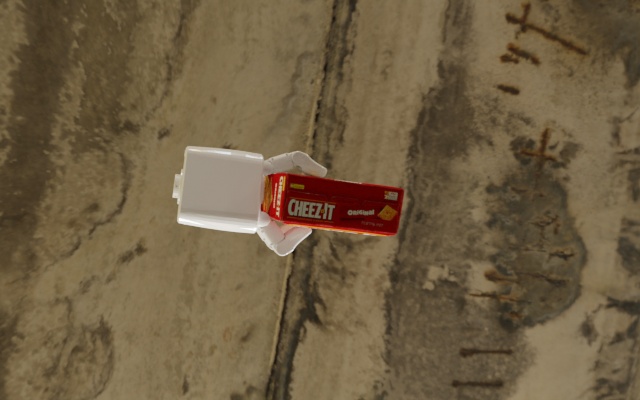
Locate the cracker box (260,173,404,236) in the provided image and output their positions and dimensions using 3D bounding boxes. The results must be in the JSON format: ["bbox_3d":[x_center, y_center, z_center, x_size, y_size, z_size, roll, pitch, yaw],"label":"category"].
[{"bbox_3d":[0.000,0.002,0.707,0.164,0.072,0.213,7,1,-17],"label":"cracker box"}]
